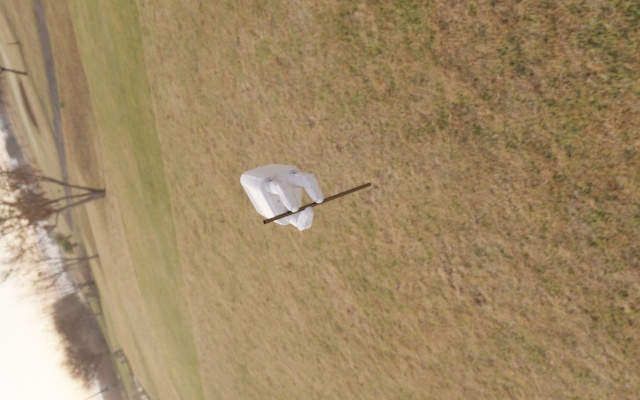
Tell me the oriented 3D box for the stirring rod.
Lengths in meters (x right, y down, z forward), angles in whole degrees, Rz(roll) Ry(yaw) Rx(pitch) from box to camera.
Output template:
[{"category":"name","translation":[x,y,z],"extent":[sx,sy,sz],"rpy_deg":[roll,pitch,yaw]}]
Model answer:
[{"category":"stirring rod","translation":[0.000,0.003,0.898],"extent":[0.239,0.011,0.011],"rpy_deg":[-20,10,-29]}]
